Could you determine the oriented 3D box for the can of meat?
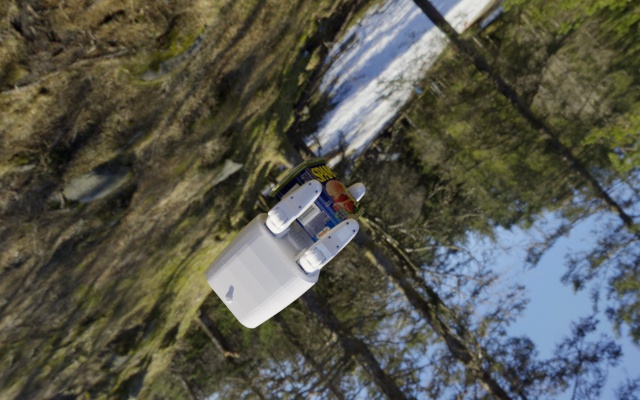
[{"bbox_3d":[0.000,0.002,0.546,0.057,0.084,0.102,-42,-4,17],"label":"can of meat"}]
